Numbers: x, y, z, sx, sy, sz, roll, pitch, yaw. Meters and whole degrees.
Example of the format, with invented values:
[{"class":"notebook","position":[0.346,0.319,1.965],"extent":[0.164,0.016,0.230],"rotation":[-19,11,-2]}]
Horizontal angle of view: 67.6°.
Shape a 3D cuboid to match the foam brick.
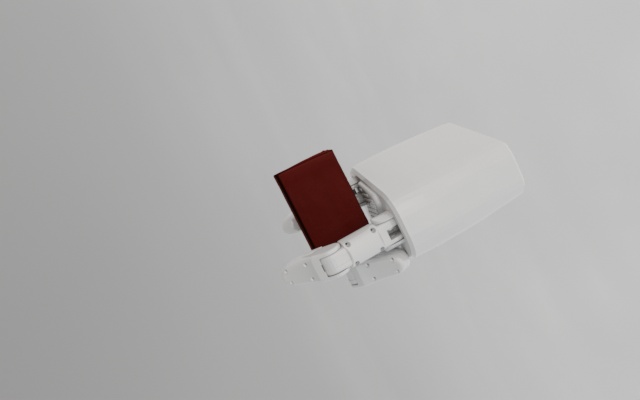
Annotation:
[{"class":"foam brick","position":[0.000,0.001,0.404],"extent":[0.051,0.078,0.053],"rotation":[-28,8,-4]}]
